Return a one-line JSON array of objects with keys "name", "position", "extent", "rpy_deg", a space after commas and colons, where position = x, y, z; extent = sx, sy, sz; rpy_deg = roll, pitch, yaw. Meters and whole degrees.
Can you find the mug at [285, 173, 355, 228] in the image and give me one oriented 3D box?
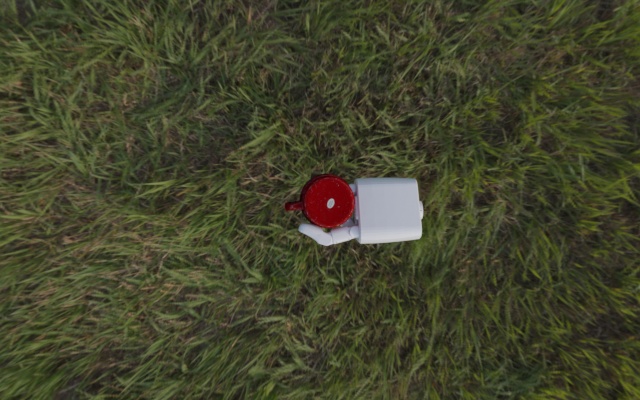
[{"name": "mug", "position": [-0.001, 0.003, 0.773], "extent": [0.117, 0.093, 0.081], "rpy_deg": [-5, 2, -2]}]
